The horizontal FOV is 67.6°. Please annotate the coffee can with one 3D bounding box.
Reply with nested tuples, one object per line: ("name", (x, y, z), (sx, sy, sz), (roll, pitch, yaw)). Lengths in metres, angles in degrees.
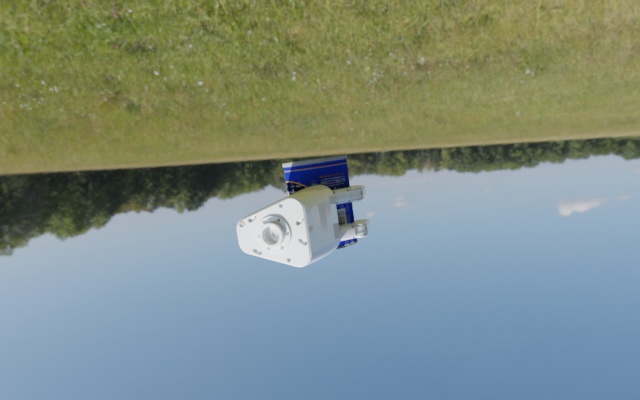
("coffee can", (0.000, 0.002, 0.762), (0.103, 0.140, 0.103), (-8, 5, 1))
